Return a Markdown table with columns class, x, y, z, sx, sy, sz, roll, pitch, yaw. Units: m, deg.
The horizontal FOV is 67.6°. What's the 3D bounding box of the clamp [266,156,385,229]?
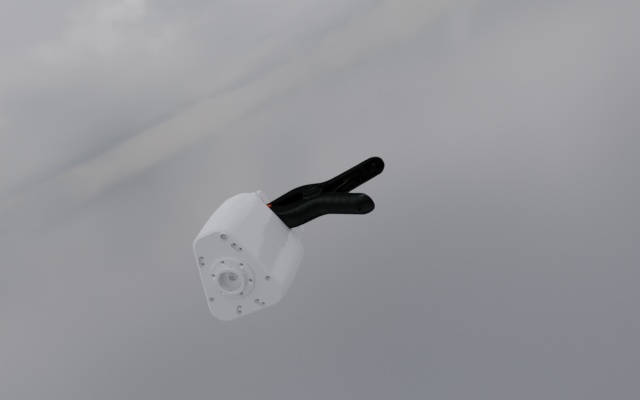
| class | x | y | z | sx | sy | sz | roll | pitch | yaw |
| --- | --- | --- | --- | --- | --- | --- | --- | --- | --- |
| clamp | 0.000 | 0.001 | 0.591 | 0.171 | 0.039 | 0.120 | -23 | 16 | 15 |
